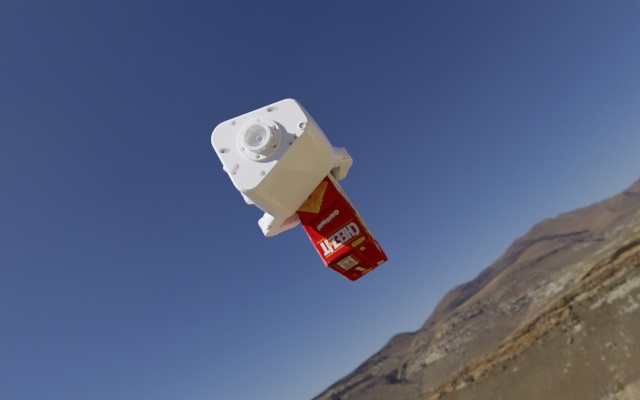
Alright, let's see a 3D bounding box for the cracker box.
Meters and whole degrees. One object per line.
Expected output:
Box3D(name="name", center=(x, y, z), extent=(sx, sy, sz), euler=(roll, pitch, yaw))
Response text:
Box3D(name="cracker box", center=(0.000, 0.002, 0.675), extent=(0.072, 0.213, 0.164), euler=(-34, -22, 5))
